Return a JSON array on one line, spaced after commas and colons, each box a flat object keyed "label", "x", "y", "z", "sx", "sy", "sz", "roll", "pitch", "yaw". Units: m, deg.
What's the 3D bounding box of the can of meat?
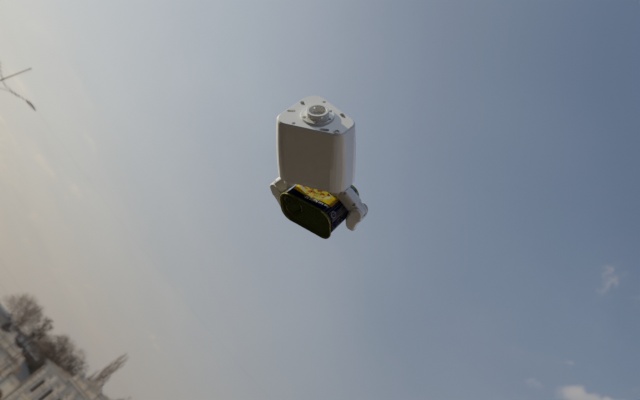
[{"label": "can of meat", "x": 0.000, "y": 0.002, "z": 0.773, "sx": 0.102, "sy": 0.057, "sz": 0.084, "roll": 27, "pitch": 50, "yaw": 29}]
